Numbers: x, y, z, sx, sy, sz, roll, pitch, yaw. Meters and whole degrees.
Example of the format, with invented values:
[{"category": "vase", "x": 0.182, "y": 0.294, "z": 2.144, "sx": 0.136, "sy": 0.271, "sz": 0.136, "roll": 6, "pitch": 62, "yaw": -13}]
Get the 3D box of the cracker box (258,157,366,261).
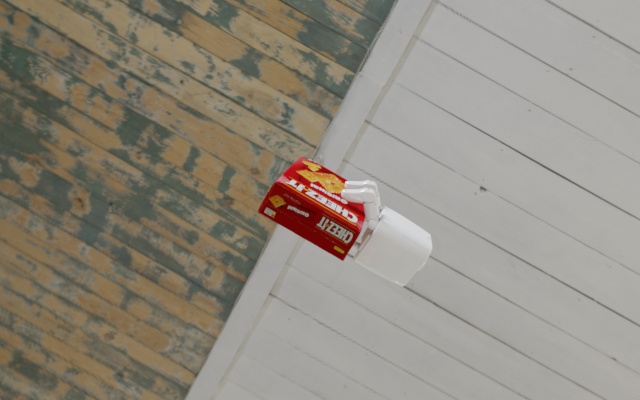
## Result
[{"category": "cracker box", "x": 0.000, "y": 0.003, "z": 0.865, "sx": 0.164, "sy": 0.072, "sz": 0.213, "roll": 29, "pitch": 19, "yaw": 0}]
